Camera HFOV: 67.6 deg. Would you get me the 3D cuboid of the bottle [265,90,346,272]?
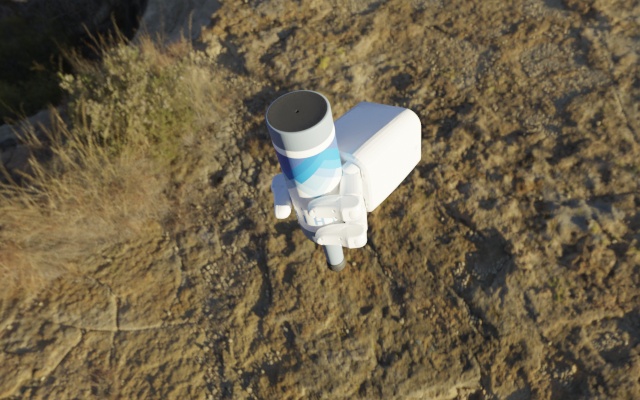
[{"bbox_3d":[0.000,0.002,0.589,0.069,0.069,0.296,0,-38,12],"label":"bottle"}]
